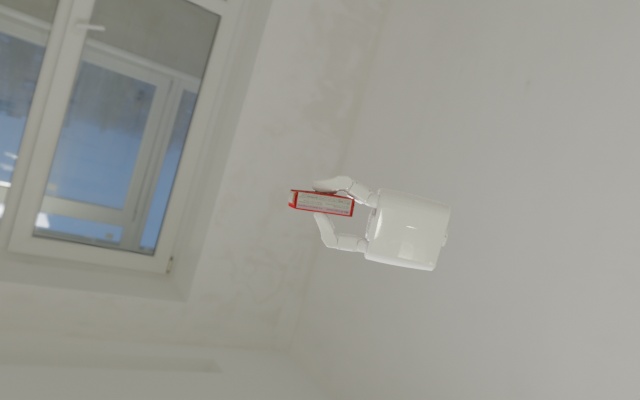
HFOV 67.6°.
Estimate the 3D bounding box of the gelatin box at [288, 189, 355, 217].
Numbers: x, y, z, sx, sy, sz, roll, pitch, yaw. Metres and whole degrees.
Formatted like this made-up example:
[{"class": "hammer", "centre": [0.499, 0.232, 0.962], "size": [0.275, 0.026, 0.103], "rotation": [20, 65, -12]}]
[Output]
[{"class": "gelatin box", "centre": [0.000, 0.003, 0.721], "size": [0.089, 0.030, 0.073], "rotation": [7, 2, -11]}]
